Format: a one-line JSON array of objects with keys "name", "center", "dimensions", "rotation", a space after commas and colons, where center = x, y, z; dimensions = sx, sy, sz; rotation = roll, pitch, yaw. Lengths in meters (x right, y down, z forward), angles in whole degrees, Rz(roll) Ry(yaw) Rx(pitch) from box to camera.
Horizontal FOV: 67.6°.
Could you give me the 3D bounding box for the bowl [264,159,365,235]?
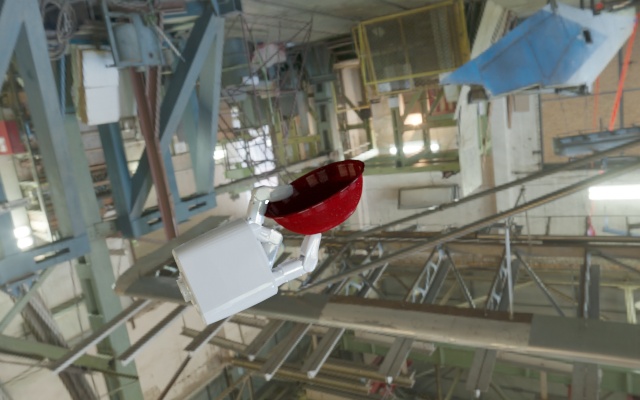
[{"name": "bowl", "center": [0.001, 0.002, 0.691], "dimensions": [0.162, 0.055, 0.162], "rotation": [-24, 19, 9]}]
